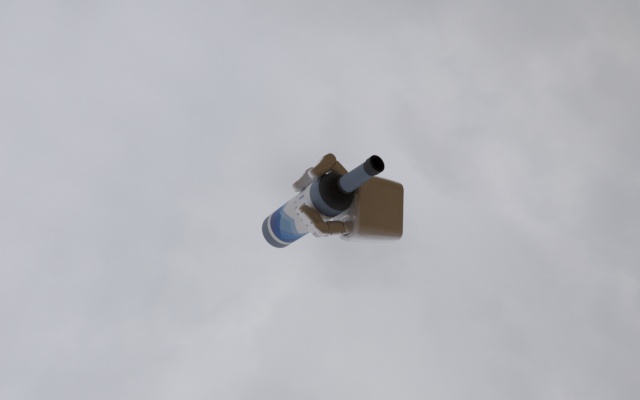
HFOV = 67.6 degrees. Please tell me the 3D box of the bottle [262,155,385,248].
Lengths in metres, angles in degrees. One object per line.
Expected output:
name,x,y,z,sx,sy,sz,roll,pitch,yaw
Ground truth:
bottle,0.000,0.003,0.786,0.069,0.069,0.296,0,-22,-36
